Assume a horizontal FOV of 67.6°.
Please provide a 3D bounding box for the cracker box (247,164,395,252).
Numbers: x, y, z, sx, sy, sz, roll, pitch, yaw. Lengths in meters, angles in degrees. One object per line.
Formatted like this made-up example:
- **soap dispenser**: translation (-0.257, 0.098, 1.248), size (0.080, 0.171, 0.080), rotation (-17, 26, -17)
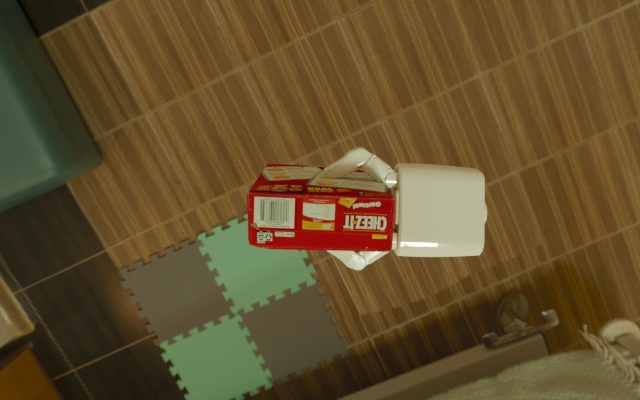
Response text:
- **cracker box**: translation (0.000, 0.002, 0.625), size (0.164, 0.072, 0.213), rotation (2, 13, -1)
